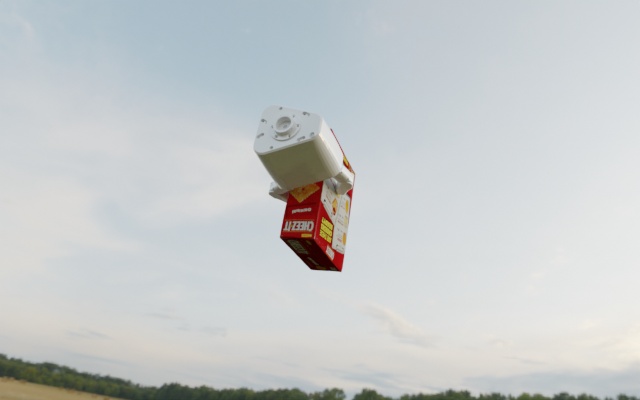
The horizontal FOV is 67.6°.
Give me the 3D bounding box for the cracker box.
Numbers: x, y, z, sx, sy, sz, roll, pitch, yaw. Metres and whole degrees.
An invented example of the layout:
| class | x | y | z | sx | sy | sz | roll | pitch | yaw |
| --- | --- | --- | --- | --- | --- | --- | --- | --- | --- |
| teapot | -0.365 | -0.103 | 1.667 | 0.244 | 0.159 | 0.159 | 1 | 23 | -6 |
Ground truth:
| class | x | y | z | sx | sy | sz | roll | pitch | yaw |
| --- | --- | --- | --- | --- | --- | --- | --- | --- | --- |
| cracker box | 0.000 | 0.003 | 0.872 | 0.072 | 0.213 | 0.164 | 0 | -27 | 21 |
